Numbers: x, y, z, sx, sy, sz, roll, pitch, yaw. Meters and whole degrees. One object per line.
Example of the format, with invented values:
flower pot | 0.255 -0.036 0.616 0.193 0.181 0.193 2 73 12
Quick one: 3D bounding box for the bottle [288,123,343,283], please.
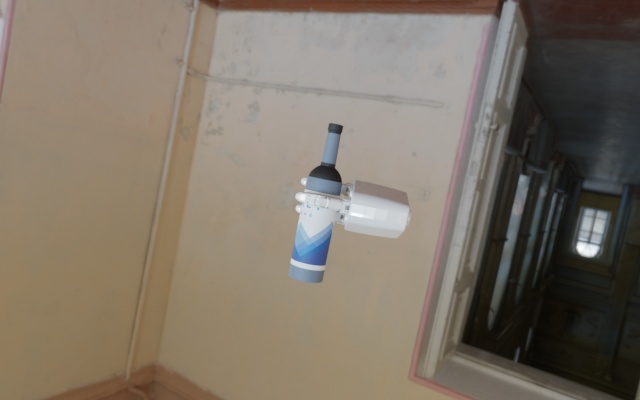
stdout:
bottle | 0.000 0.003 0.896 0.069 0.296 0.069 11 4 -1
